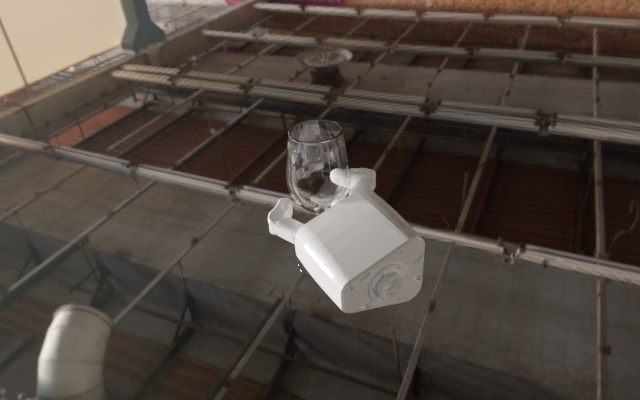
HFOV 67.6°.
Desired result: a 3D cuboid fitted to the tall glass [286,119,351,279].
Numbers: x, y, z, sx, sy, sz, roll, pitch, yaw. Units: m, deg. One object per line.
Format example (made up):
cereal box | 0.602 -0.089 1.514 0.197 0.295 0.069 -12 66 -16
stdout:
tall glass | 0.000 0.002 0.598 0.079 0.201 0.079 -3 35 2
